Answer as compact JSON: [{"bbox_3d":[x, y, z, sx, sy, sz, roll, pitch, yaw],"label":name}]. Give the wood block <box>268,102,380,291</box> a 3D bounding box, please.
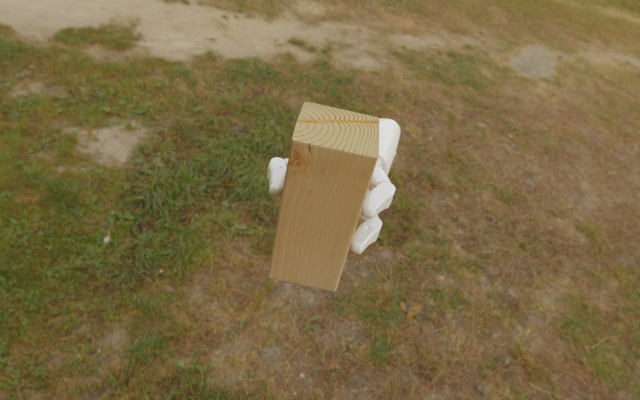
[{"bbox_3d":[0.000,0.001,0.570,0.091,0.206,0.090,12,38,-1],"label":"wood block"}]
